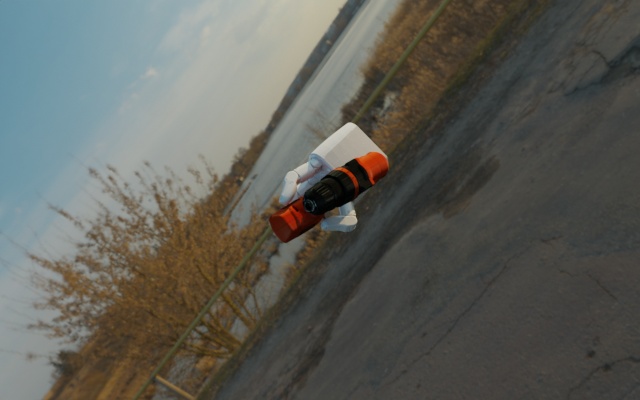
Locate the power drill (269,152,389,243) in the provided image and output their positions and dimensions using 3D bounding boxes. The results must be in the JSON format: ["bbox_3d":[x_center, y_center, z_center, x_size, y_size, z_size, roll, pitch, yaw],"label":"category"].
[{"bbox_3d":[0.000,0.002,0.738,0.184,0.057,0.188,-29,-3,-45],"label":"power drill"}]
